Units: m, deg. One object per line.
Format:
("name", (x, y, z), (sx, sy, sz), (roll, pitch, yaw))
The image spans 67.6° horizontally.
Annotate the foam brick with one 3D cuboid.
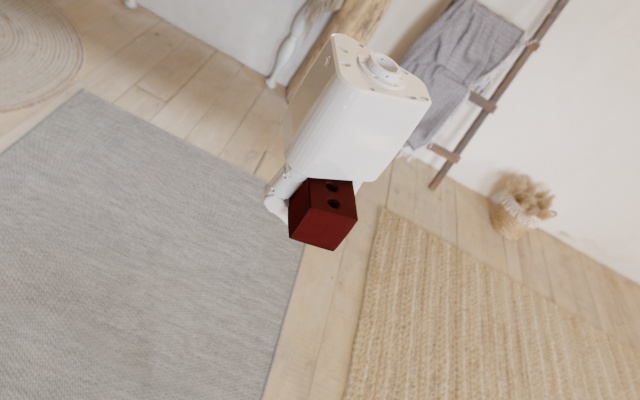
("foam brick", (0.000, 0.002, 0.487), (0.053, 0.078, 0.051), (17, -47, -22))
